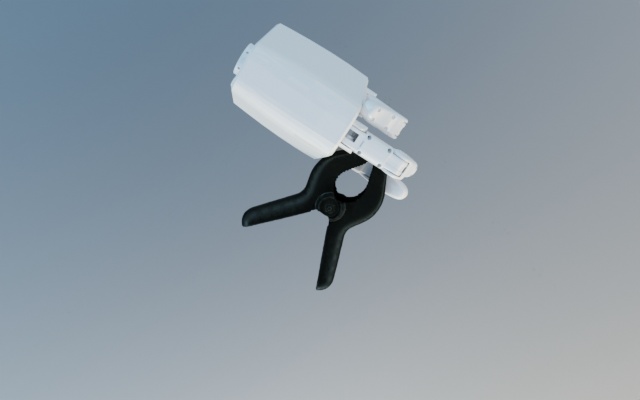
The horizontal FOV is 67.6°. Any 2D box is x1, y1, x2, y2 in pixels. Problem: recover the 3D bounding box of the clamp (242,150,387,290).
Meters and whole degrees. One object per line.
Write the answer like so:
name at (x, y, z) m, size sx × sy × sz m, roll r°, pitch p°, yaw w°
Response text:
clamp at (0.000, 0.002, 0.494) m, size 0.120 × 0.171 × 0.039 m, roll 32°, pitch 15°, yaw -9°
